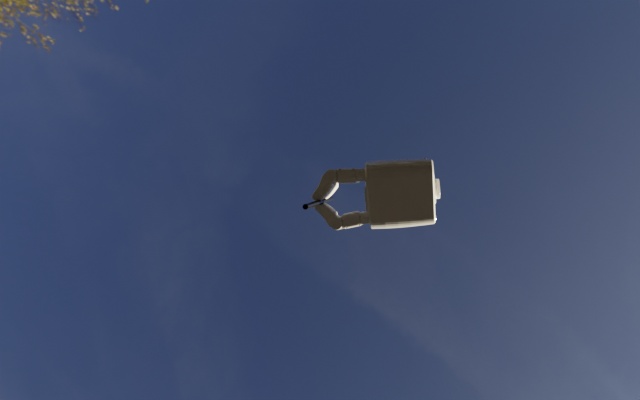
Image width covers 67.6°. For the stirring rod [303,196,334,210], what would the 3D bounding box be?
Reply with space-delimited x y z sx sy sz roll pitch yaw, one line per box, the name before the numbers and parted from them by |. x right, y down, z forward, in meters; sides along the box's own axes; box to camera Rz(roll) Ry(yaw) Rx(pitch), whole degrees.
stirring rod | 0.000 0.003 0.784 0.011 0.011 0.239 0 3 10
